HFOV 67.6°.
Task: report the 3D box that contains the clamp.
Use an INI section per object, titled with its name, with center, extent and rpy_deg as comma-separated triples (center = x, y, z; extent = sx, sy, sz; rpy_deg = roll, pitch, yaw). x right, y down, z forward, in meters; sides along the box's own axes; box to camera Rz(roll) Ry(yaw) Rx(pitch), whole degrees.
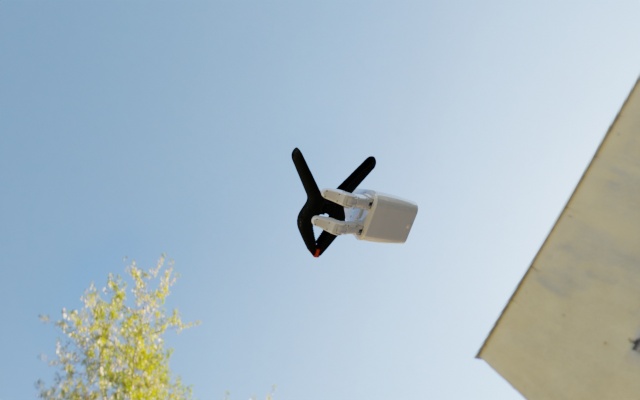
[clamp]
center = 0.000, 0.003, 0.868
extent = 0.164, 0.210, 0.036
rpy_deg = 11, 17, -27
